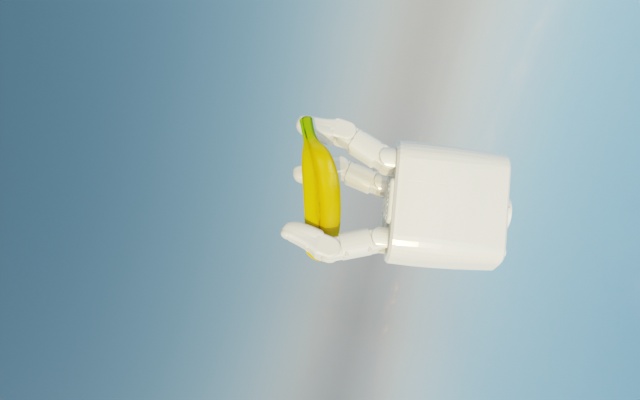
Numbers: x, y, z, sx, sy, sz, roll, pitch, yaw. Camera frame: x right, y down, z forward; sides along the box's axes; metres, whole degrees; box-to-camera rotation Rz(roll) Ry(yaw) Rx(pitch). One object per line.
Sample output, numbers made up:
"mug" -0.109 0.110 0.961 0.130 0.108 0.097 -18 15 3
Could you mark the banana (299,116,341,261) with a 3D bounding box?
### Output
"banana" 0.001 0.012 0.491 0.037 0.069 0.198 -2 -45 -2
